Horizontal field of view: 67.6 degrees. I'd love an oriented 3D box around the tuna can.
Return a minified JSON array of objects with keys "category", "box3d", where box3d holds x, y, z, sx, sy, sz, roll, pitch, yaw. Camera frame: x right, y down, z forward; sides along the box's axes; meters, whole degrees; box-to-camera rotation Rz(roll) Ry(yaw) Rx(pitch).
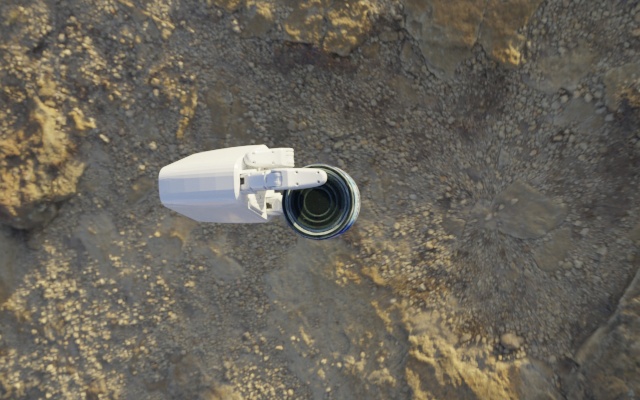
[{"category":"tuna can","box3d":[0.000,0.002,0.537,0.086,0.086,0.034,0,-2,14]}]
